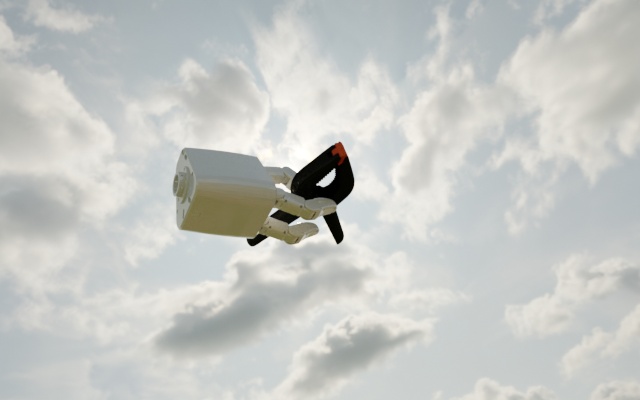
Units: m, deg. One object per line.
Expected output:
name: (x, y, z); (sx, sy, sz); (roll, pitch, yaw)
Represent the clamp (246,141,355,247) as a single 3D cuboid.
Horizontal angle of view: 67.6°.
clamp: (0.000, 0.001, 0.704); (0.164, 0.036, 0.210); (6, -45, -32)
